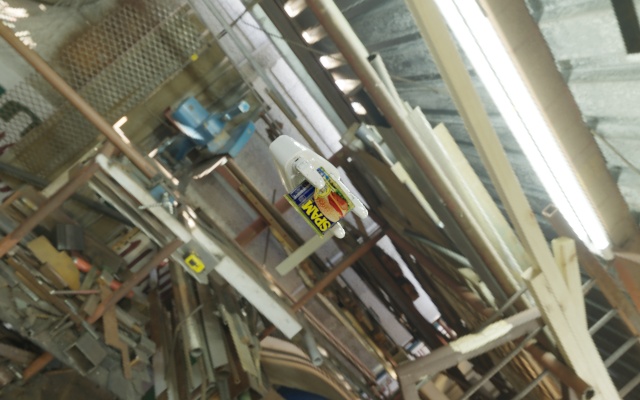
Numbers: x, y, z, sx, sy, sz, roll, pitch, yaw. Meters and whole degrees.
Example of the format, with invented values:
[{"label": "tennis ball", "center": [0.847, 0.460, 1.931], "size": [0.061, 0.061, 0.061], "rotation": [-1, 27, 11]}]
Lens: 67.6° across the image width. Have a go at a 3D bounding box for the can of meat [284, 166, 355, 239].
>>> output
[{"label": "can of meat", "center": [0.000, 0.002, 0.838], "size": [0.102, 0.084, 0.057], "rotation": [50, -3, -31]}]
